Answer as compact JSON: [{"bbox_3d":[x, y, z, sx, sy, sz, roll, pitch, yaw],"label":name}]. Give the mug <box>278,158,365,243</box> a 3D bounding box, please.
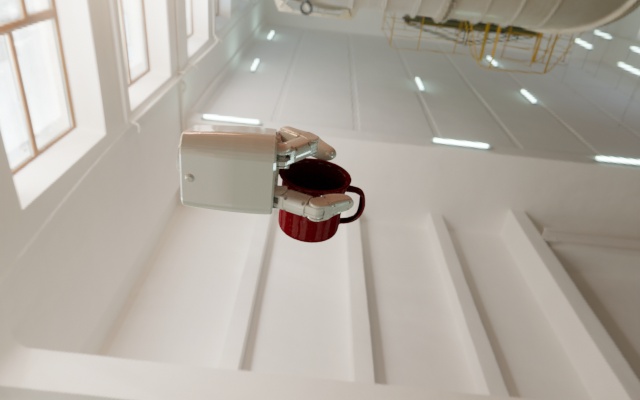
[{"bbox_3d":[0.002,0.002,0.625,0.117,0.081,0.093,5,30,-6],"label":"mug"}]
